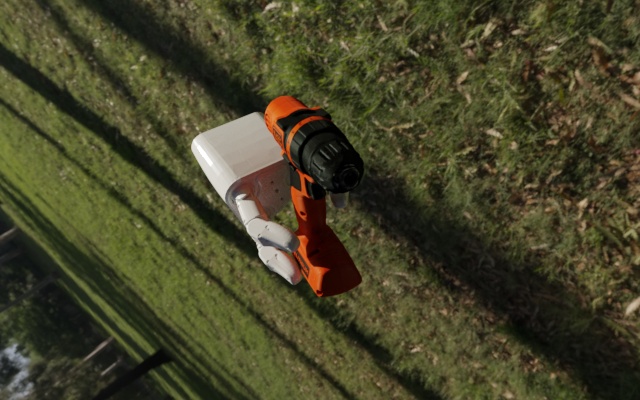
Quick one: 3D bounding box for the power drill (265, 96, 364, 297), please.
[{"bbox_3d":[0.000,0.002,0.478,0.057,0.188,0.184,-15,31,-13],"label":"power drill"}]
